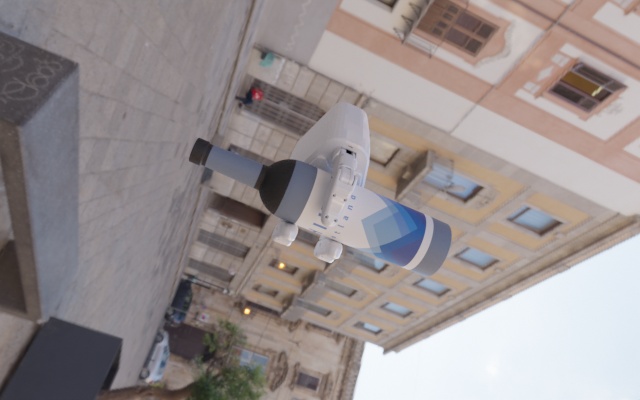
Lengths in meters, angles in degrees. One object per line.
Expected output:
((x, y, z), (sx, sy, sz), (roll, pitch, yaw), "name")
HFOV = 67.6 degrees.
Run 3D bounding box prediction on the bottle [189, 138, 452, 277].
((0.000, 0.002, 0.528), (0.296, 0.069, 0.069), (23, -4, -10), "bottle")
